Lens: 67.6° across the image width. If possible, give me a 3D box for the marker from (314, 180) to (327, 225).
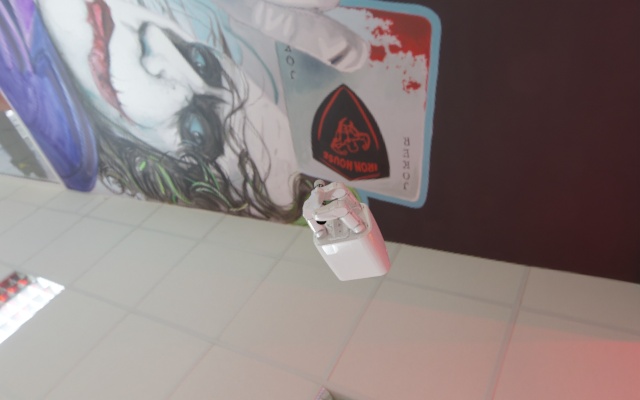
[{"bbox_3d":[0.000,0.003,0.849,0.020,0.020,0.121,0,35,-2],"label":"marker"}]
